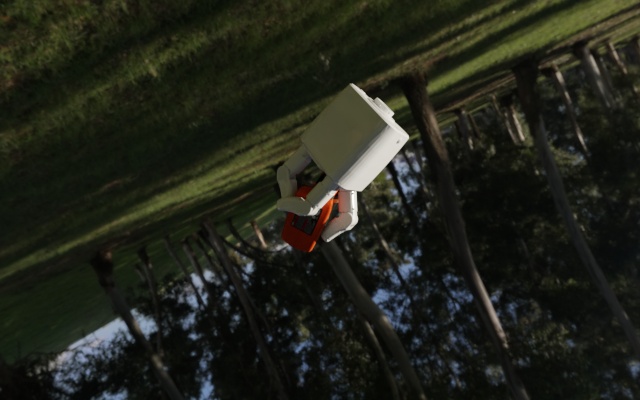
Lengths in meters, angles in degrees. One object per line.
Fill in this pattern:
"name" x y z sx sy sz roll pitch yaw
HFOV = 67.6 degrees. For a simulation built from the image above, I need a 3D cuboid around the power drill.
"power drill" 0.000 0.003 0.774 0.057 0.184 0.187 25 32 6
